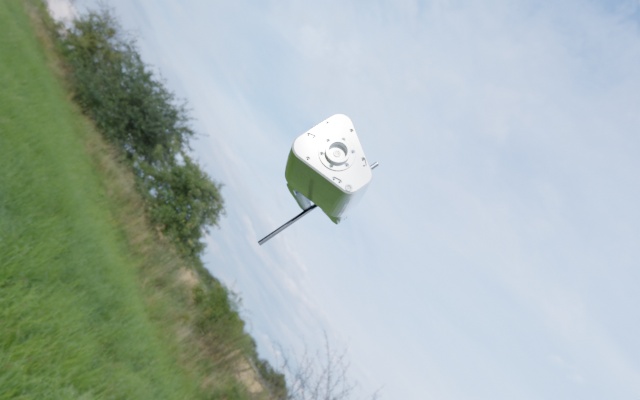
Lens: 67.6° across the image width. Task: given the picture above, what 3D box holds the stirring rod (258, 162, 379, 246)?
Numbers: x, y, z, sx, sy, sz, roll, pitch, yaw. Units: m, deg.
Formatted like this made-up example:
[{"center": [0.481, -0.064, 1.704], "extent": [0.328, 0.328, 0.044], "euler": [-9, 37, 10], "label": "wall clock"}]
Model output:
[{"center": [0.000, 0.003, 0.776], "extent": [0.239, 0.011, 0.011], "euler": [-34, 10, -16], "label": "stirring rod"}]
